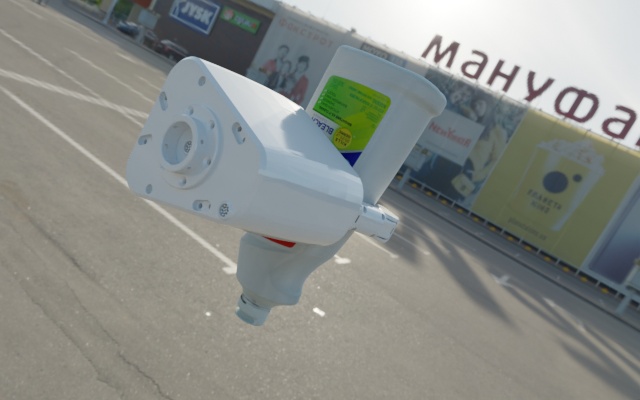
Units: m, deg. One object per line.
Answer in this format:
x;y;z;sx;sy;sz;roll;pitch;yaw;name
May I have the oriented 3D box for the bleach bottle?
0.000;0.001;0.413;0.102;0.251;0.068;34;10;33;bleach bottle
